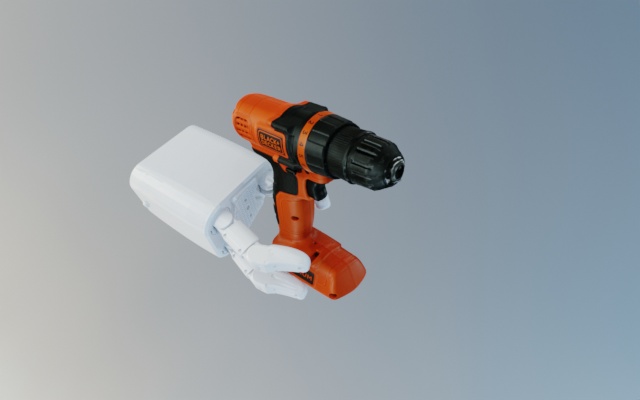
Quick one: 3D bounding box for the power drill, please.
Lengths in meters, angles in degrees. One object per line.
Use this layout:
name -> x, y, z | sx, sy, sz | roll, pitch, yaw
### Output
power drill -> 0.000, 0.002, 0.445 | 0.057, 0.188, 0.184 | -32, 42, -32
